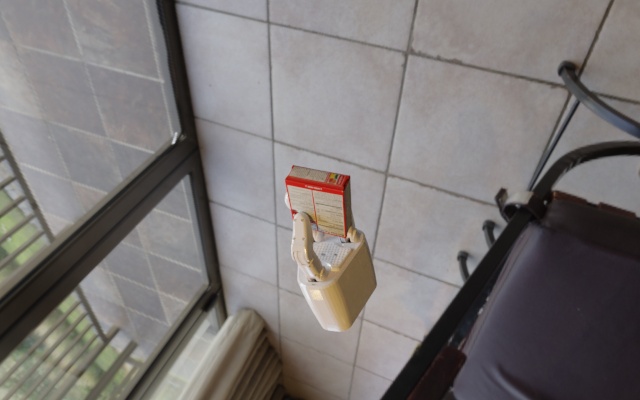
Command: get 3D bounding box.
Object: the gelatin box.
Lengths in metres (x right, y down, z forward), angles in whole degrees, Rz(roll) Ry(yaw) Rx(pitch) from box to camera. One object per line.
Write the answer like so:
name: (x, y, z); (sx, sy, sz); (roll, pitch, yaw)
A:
gelatin box: (0.000, 0.002, 0.583); (0.073, 0.030, 0.089); (12, -39, 17)
